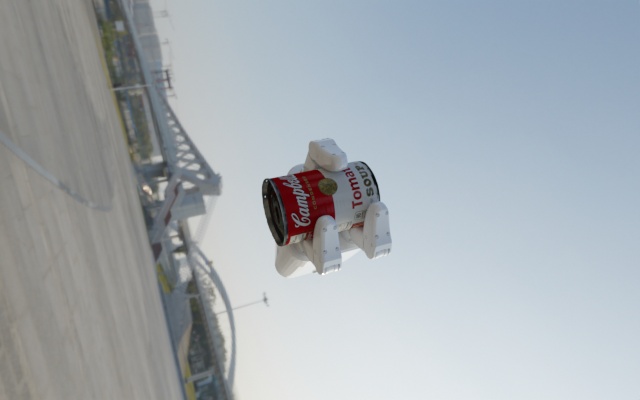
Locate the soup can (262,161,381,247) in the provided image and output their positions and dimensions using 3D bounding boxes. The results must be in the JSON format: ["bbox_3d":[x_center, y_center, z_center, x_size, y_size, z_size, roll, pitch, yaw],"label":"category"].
[{"bbox_3d":[0.000,0.001,0.478,0.102,0.068,0.068,-13,4,-19],"label":"soup can"}]
